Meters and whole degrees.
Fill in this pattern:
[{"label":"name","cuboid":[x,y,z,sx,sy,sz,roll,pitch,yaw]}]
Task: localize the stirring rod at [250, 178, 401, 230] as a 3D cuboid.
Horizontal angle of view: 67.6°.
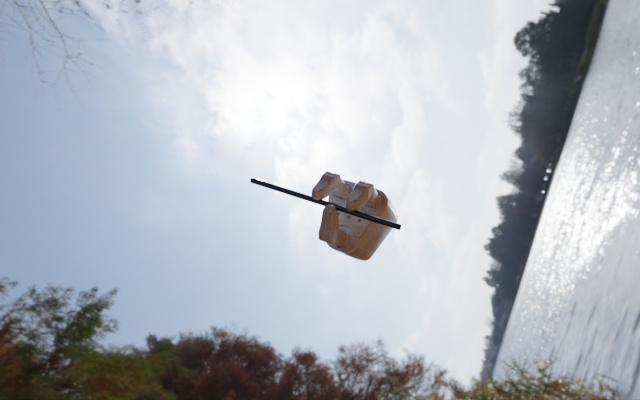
[{"label":"stirring rod","cuboid":[0.000,0.002,0.675,0.239,0.011,0.011,18,7,24]}]
